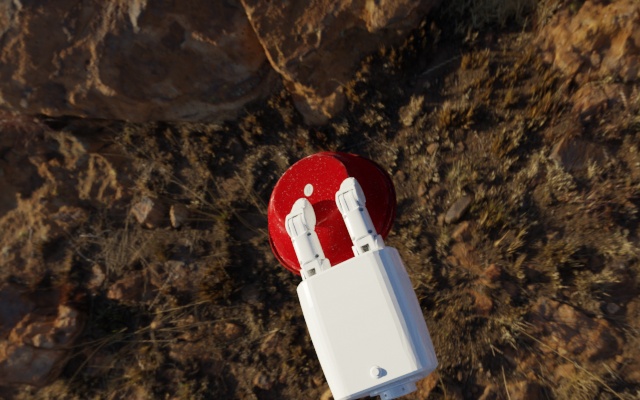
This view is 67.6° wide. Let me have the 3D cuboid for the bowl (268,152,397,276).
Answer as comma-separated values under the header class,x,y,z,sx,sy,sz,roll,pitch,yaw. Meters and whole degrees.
class,x,y,z,sx,sy,sz,roll,pitch,yaw
bowl,-0.001,0.001,0.534,0.162,0.162,0.055,0,-29,29
